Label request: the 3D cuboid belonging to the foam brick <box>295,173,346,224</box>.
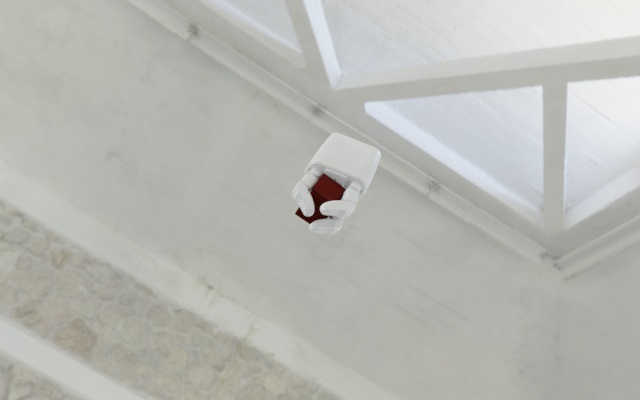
[{"bbox_3d":[0.000,0.003,0.850,0.053,0.051,0.078,36,-43,-3],"label":"foam brick"}]
